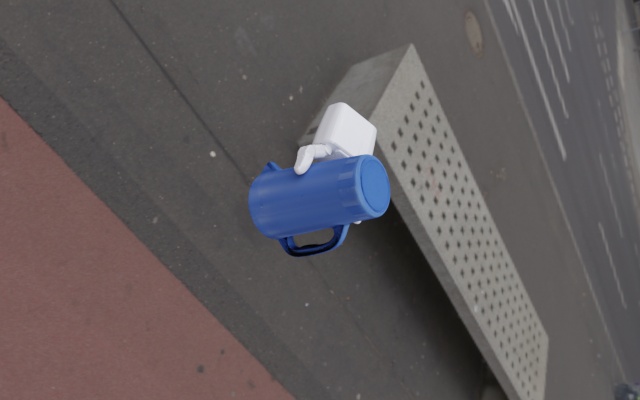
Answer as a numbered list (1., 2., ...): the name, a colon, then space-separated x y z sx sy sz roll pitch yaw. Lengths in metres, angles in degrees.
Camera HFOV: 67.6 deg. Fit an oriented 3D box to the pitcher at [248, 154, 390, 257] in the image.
1. pitcher: 0.000 0.003 0.860 0.243 0.145 0.149 -11 -43 37
